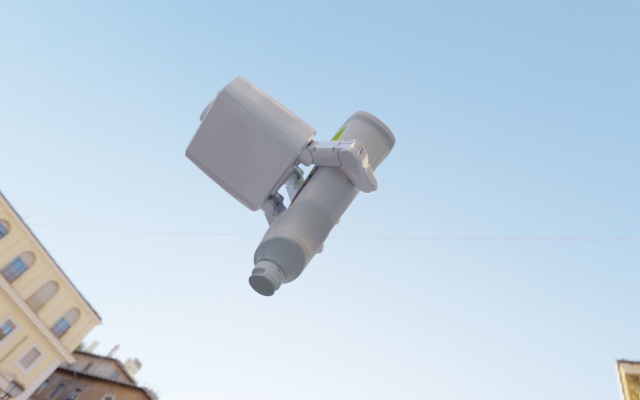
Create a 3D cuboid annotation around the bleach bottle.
[{"bbox_3d":[0.000,0.002,0.522,0.103,0.068,0.250,-47,6,44],"label":"bleach bottle"}]
